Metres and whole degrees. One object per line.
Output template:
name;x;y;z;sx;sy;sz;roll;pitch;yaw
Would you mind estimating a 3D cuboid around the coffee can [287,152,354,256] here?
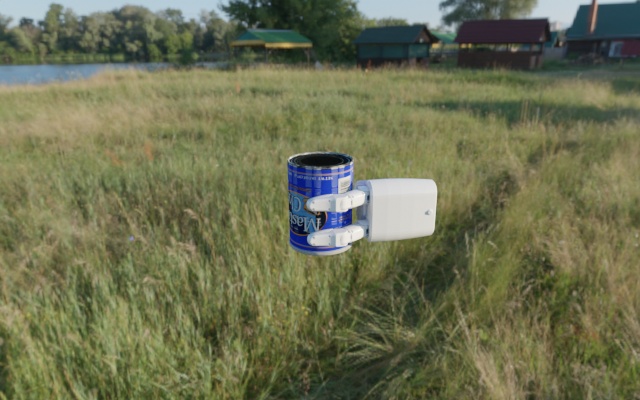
coffee can;0.000;0.003;0.753;0.103;0.140;0.102;0;19;0
